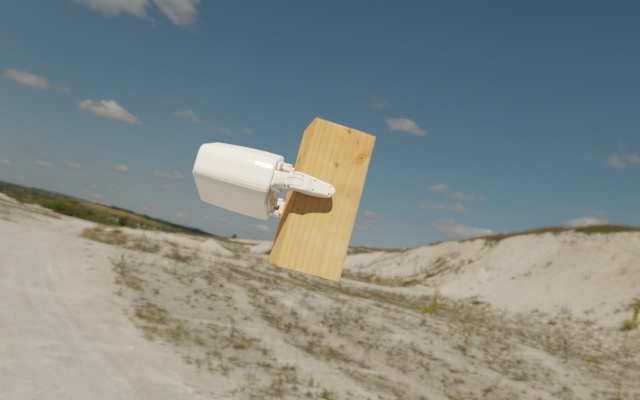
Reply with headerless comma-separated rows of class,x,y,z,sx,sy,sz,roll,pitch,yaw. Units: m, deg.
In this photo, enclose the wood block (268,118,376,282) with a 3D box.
wood block,0.000,0.002,0.676,0.090,0.206,0.091,16,-8,-11
